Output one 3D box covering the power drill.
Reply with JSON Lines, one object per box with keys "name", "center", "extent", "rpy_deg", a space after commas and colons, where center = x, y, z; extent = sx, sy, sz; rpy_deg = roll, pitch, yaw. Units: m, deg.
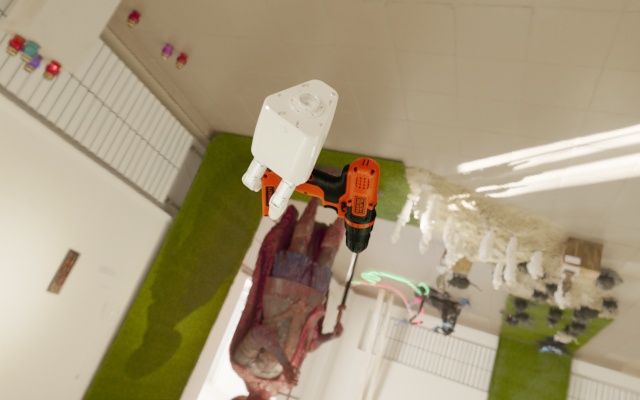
{"name": "power drill", "center": [0.000, 0.002, 0.786], "extent": [0.187, 0.185, 0.057], "rpy_deg": [9, 37, 7]}
